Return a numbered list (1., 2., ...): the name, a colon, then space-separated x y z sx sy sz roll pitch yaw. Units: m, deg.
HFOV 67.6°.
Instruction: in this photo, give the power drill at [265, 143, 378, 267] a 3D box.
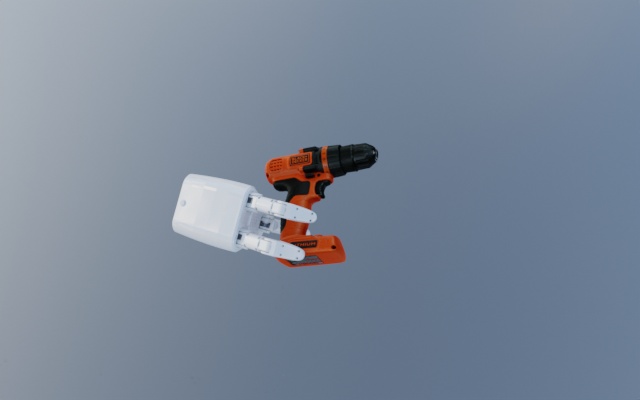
1. power drill: 0.000 0.003 0.726 0.184 0.187 0.057 -10 -30 19
